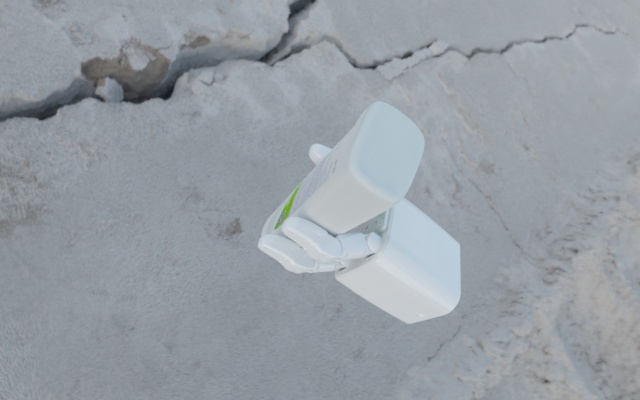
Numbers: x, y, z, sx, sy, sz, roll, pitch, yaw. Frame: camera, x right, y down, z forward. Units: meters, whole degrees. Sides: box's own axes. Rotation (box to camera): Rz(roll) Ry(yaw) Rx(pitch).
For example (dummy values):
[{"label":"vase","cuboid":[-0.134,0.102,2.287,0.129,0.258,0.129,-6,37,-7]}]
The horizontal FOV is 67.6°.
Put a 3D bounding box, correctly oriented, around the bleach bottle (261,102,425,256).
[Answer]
[{"label":"bleach bottle","cuboid":[0.000,0.002,0.513,0.068,0.102,0.251,35,-35,-13]}]
